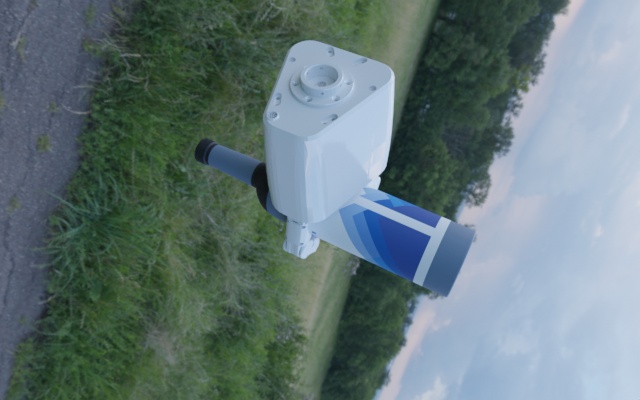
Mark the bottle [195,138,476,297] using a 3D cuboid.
[{"bbox_3d":[0.000,0.002,0.477,0.295,0.069,0.069,24,7,17],"label":"bottle"}]
